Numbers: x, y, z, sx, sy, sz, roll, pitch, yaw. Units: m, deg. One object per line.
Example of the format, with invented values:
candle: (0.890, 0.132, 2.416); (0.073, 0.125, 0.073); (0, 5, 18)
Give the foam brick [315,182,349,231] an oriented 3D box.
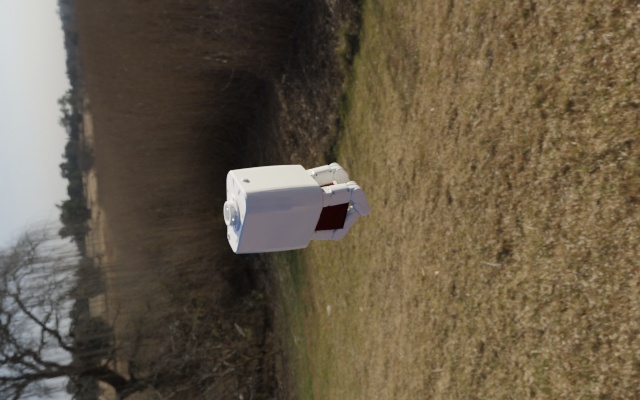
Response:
foam brick: (0.000, 0.002, 0.705); (0.051, 0.053, 0.078); (-3, 29, -26)
